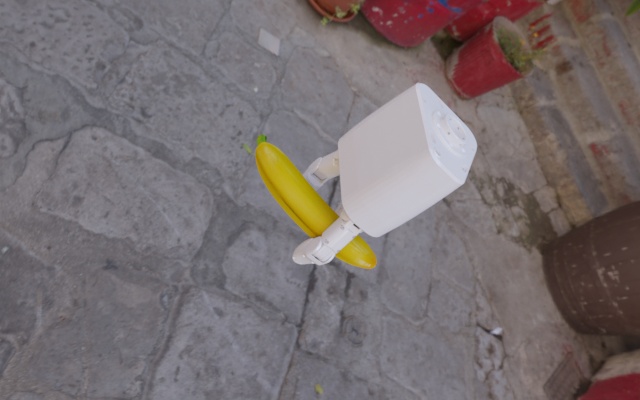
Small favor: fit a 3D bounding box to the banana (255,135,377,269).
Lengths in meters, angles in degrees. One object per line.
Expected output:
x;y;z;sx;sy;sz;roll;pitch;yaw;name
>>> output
-0.009;0.005;0.513;0.037;0.198;0.069;-40;0;28;banana
